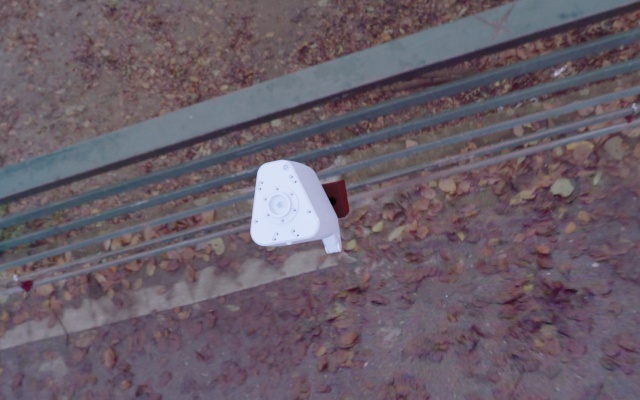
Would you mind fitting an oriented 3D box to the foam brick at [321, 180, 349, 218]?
[{"bbox_3d":[0.000,0.002,0.725,0.078,0.053,0.051,-10,5,12],"label":"foam brick"}]
